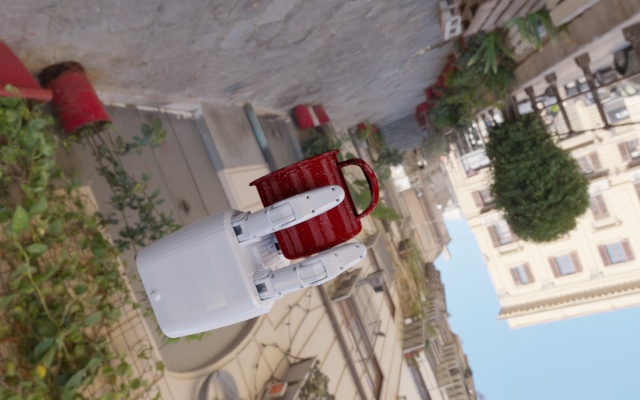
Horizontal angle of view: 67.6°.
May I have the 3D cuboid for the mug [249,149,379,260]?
[{"bbox_3d":[0.001,0.001,0.452,0.117,0.081,0.093,-21,2,18],"label":"mug"}]
